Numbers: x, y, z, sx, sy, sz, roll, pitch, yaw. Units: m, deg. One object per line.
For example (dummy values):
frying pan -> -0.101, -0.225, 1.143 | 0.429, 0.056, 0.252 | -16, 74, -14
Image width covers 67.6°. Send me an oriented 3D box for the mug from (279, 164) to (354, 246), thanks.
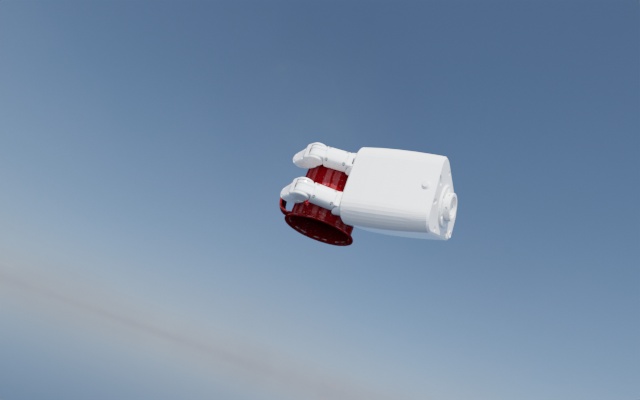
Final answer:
mug -> -0.001, 0.002, 0.629 | 0.117, 0.081, 0.093 | 9, -23, 30
